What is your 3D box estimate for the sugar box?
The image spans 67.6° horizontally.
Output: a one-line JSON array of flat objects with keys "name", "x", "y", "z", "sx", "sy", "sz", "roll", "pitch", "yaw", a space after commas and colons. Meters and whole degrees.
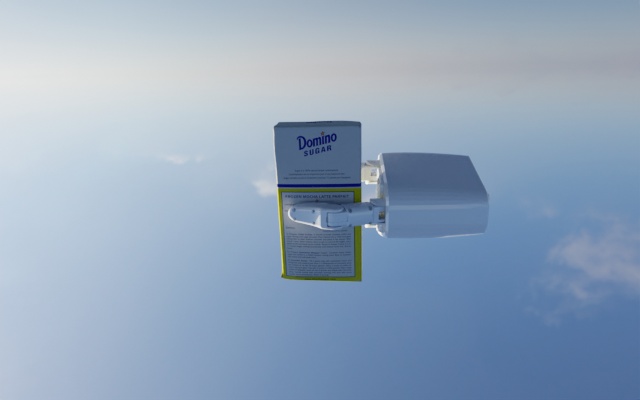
[{"name": "sugar box", "x": 0.000, "y": 0.002, "z": 0.529, "sx": 0.093, "sy": 0.176, "sz": 0.048, "roll": 0, "pitch": 15, "yaw": 5}]
